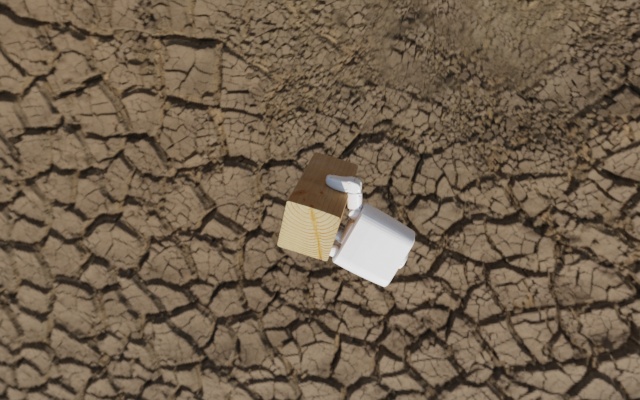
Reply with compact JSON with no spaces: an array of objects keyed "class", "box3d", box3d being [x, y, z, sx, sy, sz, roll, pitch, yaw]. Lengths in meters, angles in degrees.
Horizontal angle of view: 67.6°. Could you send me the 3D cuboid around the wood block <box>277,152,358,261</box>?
[{"class":"wood block","box3d":[0.001,0.003,0.846,0.090,0.091,0.206,18,30,3]}]
